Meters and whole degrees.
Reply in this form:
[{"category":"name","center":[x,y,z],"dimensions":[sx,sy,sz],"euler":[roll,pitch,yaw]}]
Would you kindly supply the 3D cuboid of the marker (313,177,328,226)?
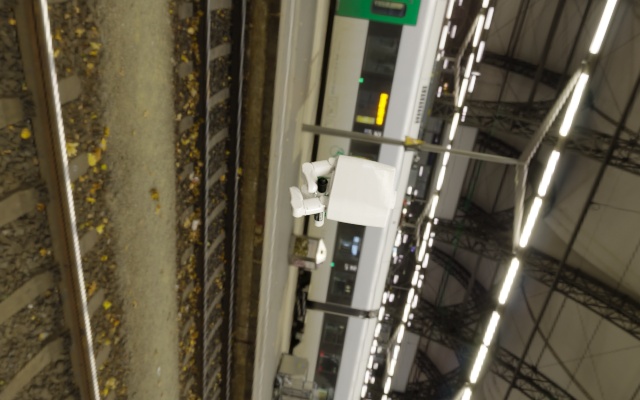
[{"category":"marker","center":[0.000,0.003,0.856],"dimensions":[0.020,0.020,0.121],"euler":[0,-41,-5]}]
